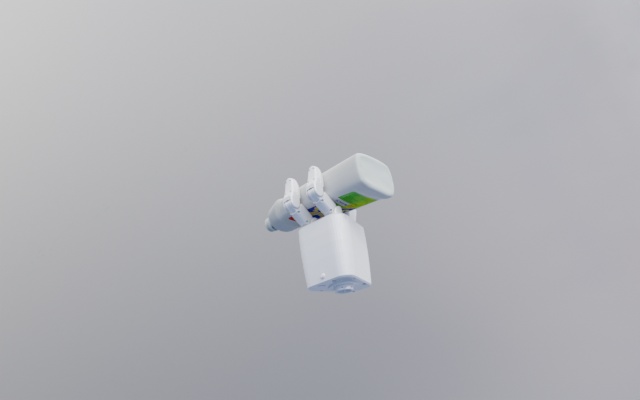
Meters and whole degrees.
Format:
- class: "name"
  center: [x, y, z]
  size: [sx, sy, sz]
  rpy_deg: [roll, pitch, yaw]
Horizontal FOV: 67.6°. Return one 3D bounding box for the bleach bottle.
- class: "bleach bottle"
  center: [0.000, 0.003, 0.851]
  size: [0.251, 0.068, 0.102]
  rpy_deg: [-27, -31, 36]
